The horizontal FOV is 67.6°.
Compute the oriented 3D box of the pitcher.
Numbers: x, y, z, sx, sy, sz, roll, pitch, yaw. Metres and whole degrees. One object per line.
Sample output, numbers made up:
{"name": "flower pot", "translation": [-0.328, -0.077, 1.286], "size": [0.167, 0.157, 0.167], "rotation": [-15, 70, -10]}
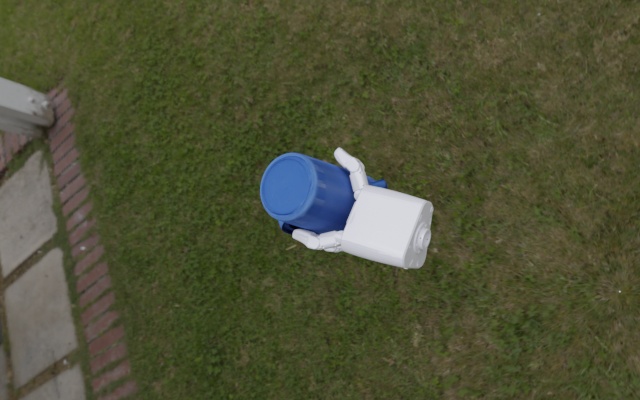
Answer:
{"name": "pitcher", "translation": [0.000, 0.003, 0.826], "size": [0.145, 0.149, 0.243], "rotation": [16, 0, 32]}
